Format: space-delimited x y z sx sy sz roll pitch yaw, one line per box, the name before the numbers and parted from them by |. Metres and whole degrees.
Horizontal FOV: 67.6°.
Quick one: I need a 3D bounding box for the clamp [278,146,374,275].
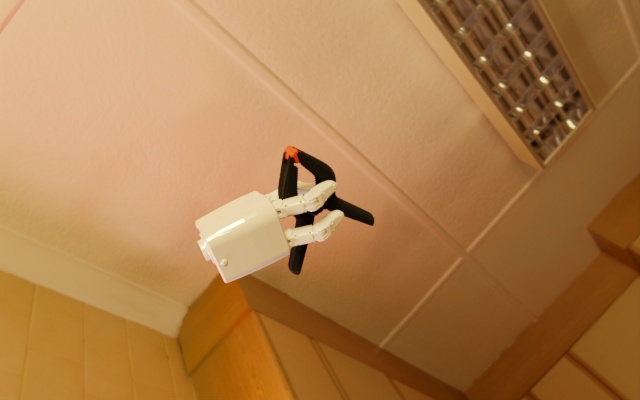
clamp | -0.001 0.002 0.739 0.164 0.210 0.036 -27 35 -17
